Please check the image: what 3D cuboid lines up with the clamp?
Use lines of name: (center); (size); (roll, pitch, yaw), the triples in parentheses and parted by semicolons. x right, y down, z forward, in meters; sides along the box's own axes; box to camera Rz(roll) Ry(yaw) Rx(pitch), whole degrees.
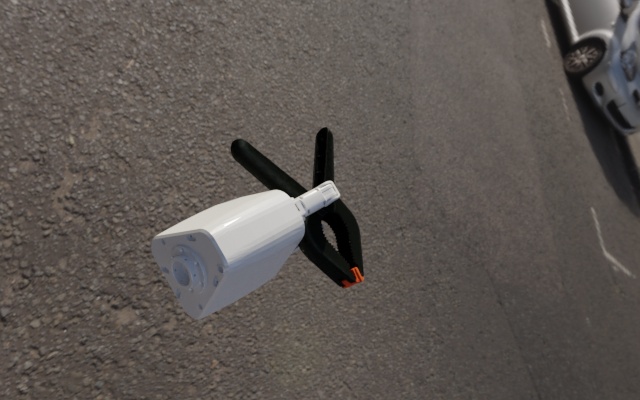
clamp: (0.001, 0.002, 0.580); (0.036, 0.210, 0.164); (-32, -3, 43)
